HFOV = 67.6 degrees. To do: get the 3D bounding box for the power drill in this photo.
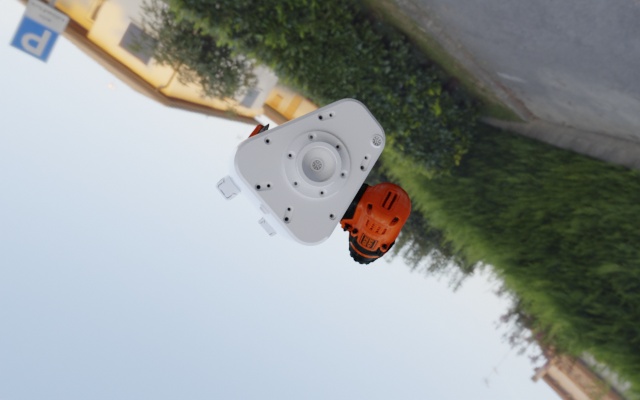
[{"bbox_3d":[0.000,0.001,0.532,0.187,0.057,0.184,26,-22,6],"label":"power drill"}]
